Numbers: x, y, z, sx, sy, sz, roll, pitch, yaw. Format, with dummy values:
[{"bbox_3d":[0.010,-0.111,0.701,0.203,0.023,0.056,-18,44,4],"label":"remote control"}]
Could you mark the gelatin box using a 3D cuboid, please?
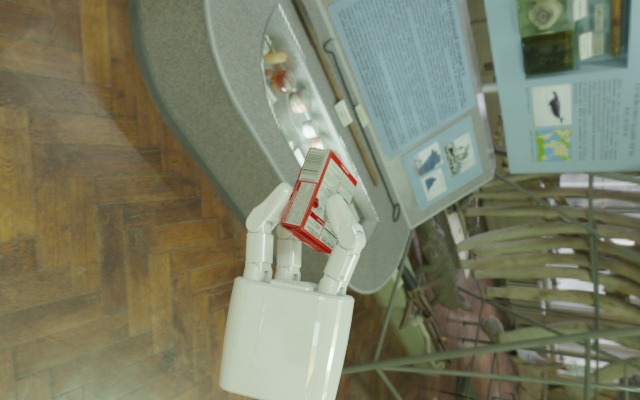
[{"bbox_3d":[0.001,0.001,0.491,0.030,0.089,0.073,11,-18,32],"label":"gelatin box"}]
